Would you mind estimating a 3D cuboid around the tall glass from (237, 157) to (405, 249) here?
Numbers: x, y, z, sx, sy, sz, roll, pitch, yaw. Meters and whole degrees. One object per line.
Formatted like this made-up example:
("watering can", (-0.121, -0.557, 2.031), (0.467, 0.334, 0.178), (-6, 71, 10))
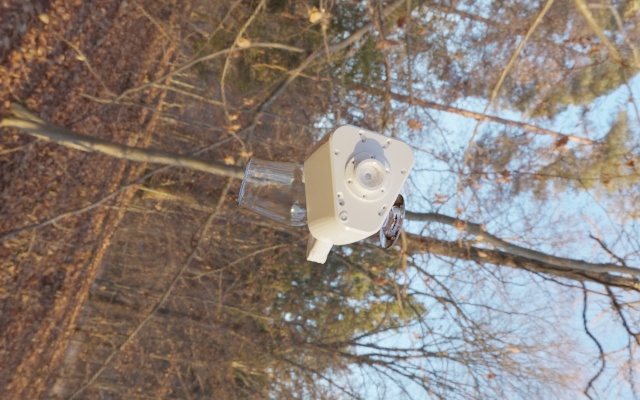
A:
("tall glass", (0.001, 0.002, 0.602), (0.201, 0.079, 0.079), (15, -3, -11))
